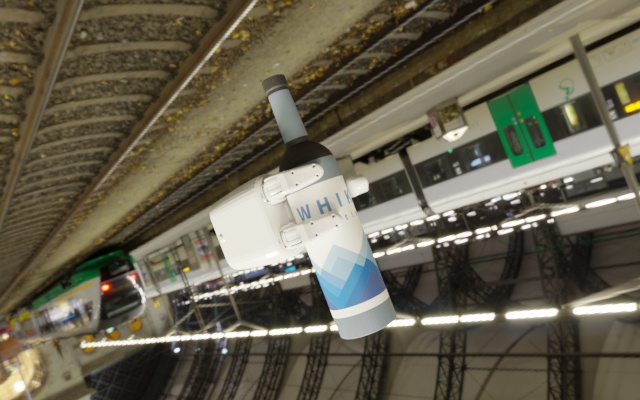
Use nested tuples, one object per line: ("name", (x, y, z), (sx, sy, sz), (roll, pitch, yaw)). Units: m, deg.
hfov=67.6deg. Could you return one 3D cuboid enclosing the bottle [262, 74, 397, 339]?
("bottle", (0.000, 0.002, 0.531), (0.069, 0.295, 0.069), (-21, -1, 0))
